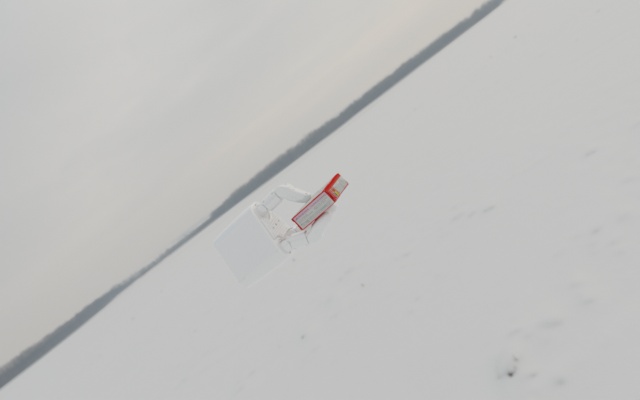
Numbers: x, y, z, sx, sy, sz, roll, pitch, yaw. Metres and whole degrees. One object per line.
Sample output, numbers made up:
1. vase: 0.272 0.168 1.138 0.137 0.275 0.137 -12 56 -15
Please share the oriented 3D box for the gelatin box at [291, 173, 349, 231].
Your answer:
1. gelatin box: 0.000 0.002 0.793 0.089 0.030 0.073 -42 5 32
